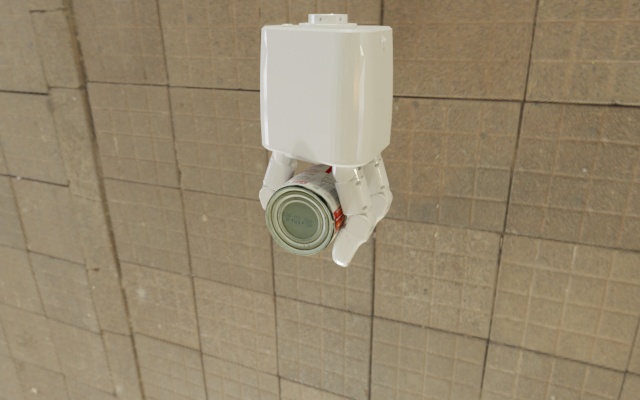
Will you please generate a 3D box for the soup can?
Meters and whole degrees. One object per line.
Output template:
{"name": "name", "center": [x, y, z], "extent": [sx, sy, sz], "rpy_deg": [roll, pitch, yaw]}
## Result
{"name": "soup can", "center": [0.000, 0.002, 0.457], "extent": [0.068, 0.068, 0.102], "rpy_deg": [0, 20, 24]}
